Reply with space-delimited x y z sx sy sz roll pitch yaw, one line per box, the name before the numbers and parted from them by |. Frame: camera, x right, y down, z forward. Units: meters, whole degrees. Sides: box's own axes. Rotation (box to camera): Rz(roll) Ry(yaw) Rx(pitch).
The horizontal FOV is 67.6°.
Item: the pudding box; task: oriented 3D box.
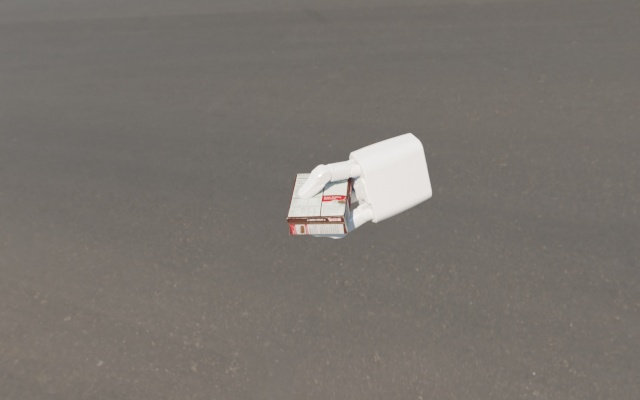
pudding box | 0.000 0.002 0.743 0.090 0.039 0.113 -2 39 10
